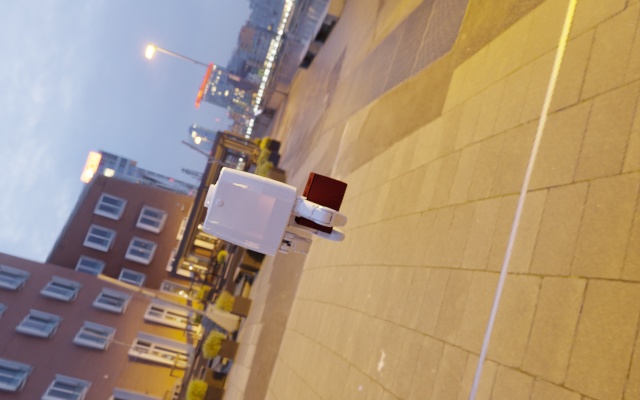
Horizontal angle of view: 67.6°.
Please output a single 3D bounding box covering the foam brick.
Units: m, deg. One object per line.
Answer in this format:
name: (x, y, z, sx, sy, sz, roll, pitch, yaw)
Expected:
foam brick: (0.000, 0.002, 0.687, 0.051, 0.078, 0.053, 19, 2, -8)
